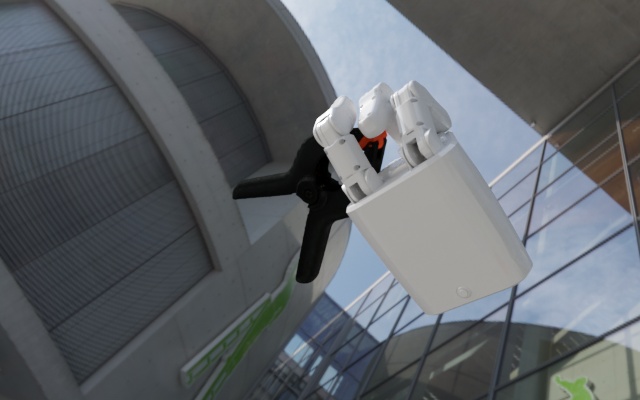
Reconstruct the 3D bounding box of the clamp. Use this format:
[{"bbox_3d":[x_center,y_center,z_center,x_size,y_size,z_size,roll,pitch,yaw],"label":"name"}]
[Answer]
[{"bbox_3d":[0.000,0.001,0.433,0.171,0.120,0.039,-33,4,37],"label":"clamp"}]
